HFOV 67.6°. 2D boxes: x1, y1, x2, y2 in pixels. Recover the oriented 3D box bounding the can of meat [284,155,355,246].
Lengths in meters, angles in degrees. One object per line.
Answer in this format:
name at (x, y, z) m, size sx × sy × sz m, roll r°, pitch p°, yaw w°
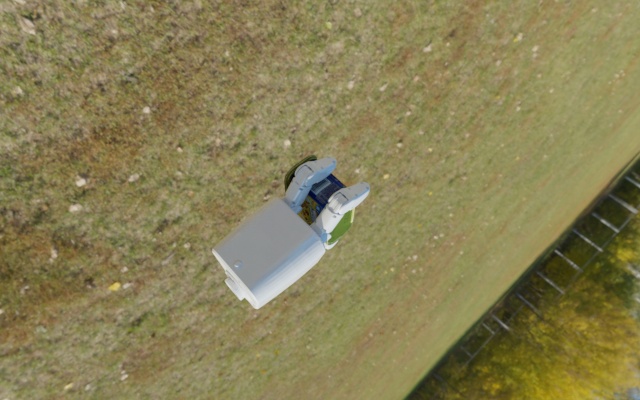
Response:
can of meat at (0.000, 0.002, 0.648) m, size 0.057 × 0.084 × 0.102 m, roll -37°, pitch -26°, yaw -22°
